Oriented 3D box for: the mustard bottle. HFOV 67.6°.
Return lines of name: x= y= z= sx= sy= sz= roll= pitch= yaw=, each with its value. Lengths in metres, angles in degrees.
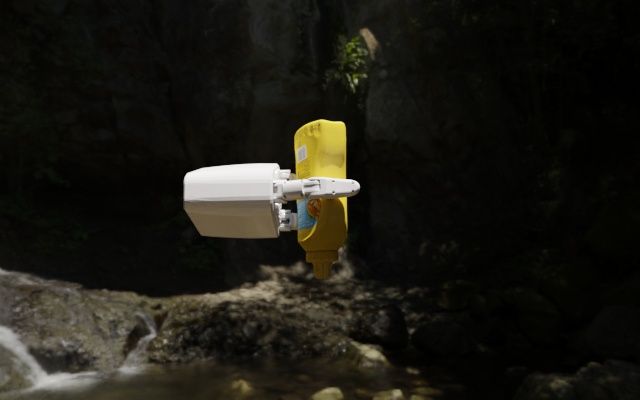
mustard bottle: x=0.000 y=0.002 z=0.607 sx=0.058 sy=0.191 sz=0.096 roll=3 pitch=-9 yaw=-24
